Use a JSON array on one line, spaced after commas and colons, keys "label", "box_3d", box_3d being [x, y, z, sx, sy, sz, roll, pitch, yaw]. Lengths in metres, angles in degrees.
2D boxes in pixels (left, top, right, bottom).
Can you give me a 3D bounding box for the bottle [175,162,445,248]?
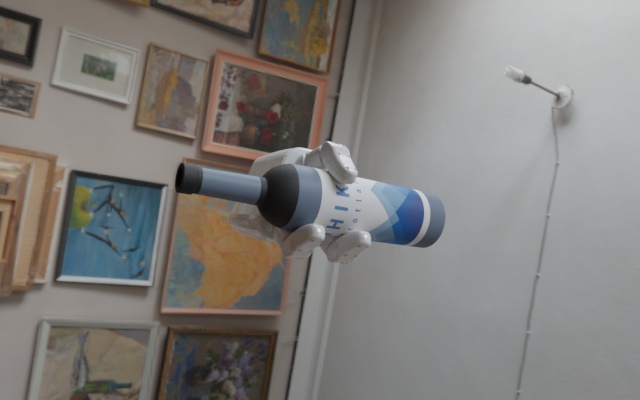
[{"label": "bottle", "box_3d": [0.000, 0.002, 0.496, 0.296, 0.069, 0.069, 10, -5, -30]}]
